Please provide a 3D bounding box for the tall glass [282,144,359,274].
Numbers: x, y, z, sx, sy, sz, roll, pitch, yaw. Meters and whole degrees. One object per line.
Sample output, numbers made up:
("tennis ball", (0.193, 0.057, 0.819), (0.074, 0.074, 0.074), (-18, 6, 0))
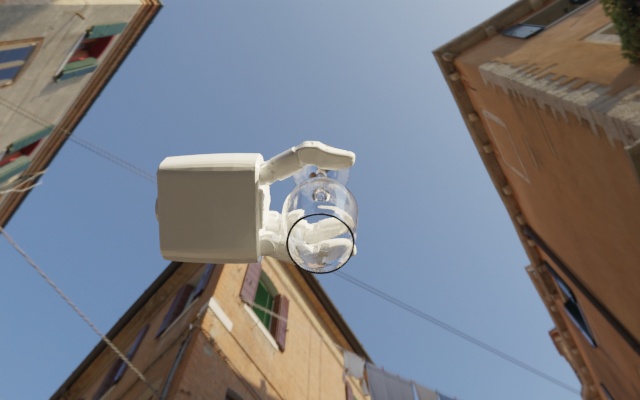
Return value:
("tall glass", (0.000, 0.001, 0.518), (0.079, 0.079, 0.201), (0, 22, 0))
